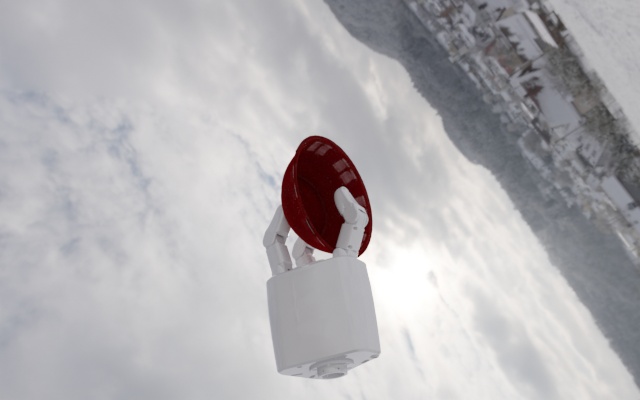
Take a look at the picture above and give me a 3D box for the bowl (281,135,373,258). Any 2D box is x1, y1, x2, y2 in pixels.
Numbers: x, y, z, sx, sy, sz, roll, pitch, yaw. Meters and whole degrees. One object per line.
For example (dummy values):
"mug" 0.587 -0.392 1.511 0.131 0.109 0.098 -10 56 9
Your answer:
"bowl" 0.000 0.001 0.605 0.055 0.162 0.162 -21 -12 33
